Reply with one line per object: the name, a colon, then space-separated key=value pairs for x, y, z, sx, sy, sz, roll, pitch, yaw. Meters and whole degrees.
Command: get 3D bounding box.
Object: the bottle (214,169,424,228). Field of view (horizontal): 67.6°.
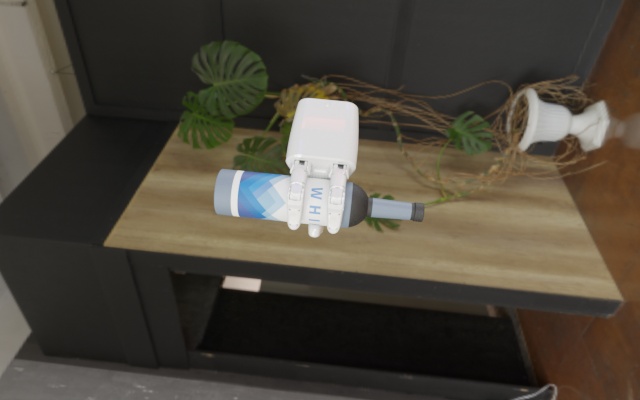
bottle: x=0.000 y=0.002 z=0.689 sx=0.296 sy=0.069 sz=0.069 roll=6 pitch=0 yaw=2
